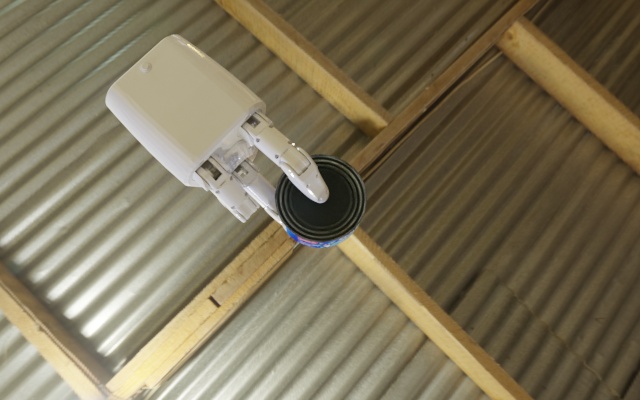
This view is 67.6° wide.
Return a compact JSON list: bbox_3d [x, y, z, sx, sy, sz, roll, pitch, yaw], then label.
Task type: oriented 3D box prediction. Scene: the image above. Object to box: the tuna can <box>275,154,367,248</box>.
[{"bbox_3d":[0.000,0.002,0.458,0.086,0.086,0.034,0,-17,-2],"label":"tuna can"}]
